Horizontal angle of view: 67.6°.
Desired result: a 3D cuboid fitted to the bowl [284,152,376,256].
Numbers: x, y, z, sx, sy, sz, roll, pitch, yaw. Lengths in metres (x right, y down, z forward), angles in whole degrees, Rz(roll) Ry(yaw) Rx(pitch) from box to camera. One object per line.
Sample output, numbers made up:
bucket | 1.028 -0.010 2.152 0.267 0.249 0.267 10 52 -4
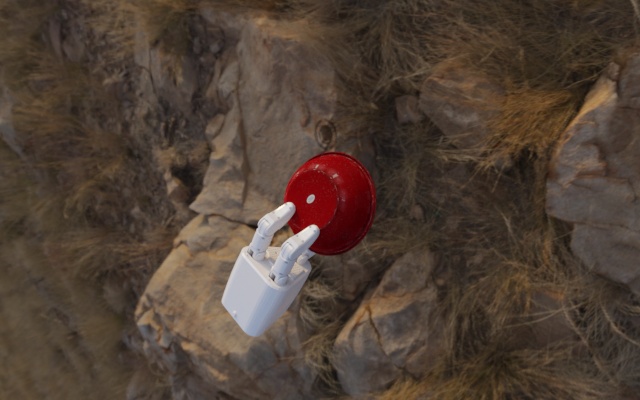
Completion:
bowl | 0.000 0.001 0.716 0.162 0.162 0.055 0 -5 32
